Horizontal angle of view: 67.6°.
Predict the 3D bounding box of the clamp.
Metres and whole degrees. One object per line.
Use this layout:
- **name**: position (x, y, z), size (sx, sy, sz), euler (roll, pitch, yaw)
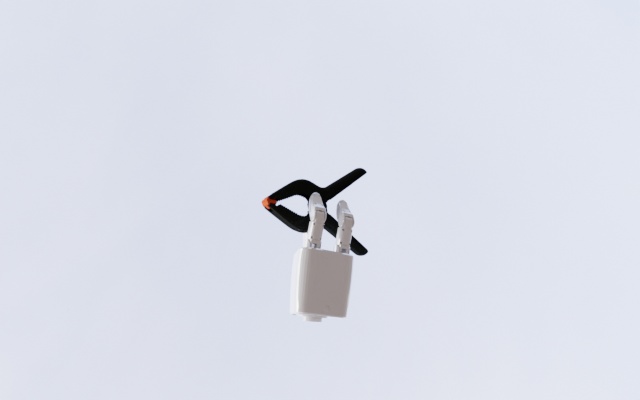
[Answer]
- **clamp**: position (-0.001, 0.003, 0.851), size (0.210, 0.164, 0.036), euler (13, -17, -25)
